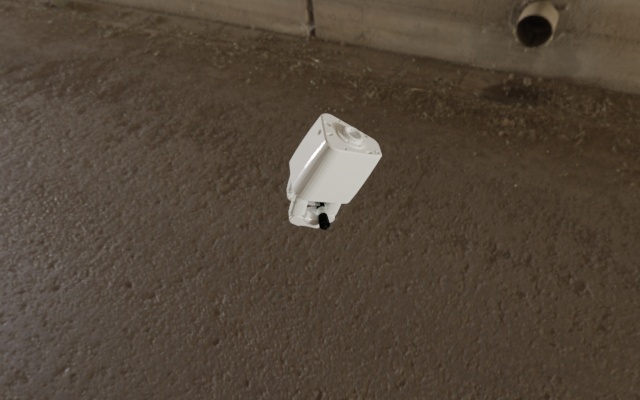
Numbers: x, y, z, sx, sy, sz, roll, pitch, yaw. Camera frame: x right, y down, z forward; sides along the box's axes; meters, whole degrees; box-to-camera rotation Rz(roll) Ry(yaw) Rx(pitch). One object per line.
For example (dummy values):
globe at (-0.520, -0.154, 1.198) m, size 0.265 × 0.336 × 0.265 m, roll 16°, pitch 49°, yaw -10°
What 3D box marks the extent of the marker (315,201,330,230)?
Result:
marker at (0.000, 0.003, 0.813) m, size 0.020 × 0.020 × 0.121 m, roll -5°, pitch 45°, yaw -5°
